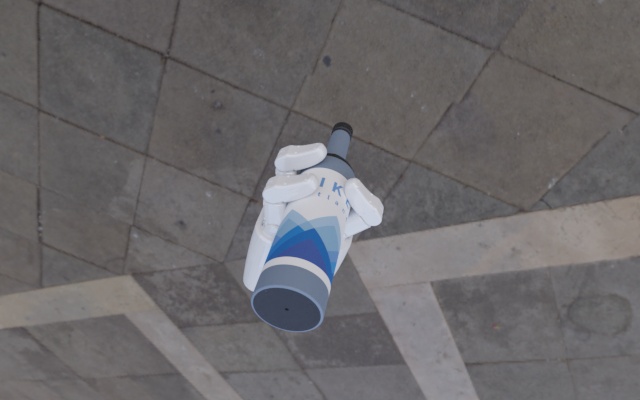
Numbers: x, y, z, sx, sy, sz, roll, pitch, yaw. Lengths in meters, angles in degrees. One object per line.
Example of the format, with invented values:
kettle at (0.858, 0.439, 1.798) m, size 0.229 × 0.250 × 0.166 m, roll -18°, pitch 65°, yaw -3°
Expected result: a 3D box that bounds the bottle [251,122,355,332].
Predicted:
bottle at (0.000, 0.002, 0.528) m, size 0.069 × 0.069 × 0.295 m, roll 0°, pitch 40°, yaw 16°
